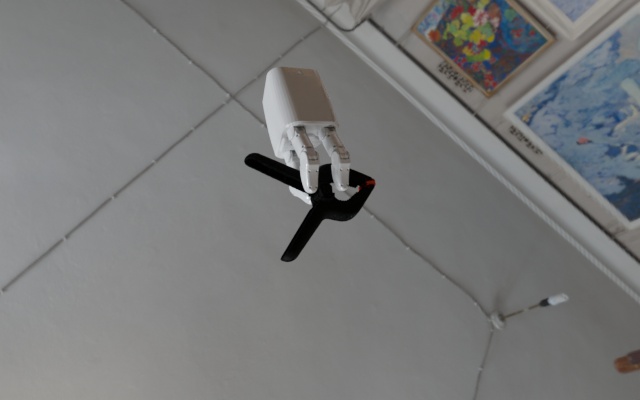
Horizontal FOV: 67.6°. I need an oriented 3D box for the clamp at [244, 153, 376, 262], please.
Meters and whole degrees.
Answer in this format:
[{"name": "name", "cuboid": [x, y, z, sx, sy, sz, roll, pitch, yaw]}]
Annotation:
[{"name": "clamp", "cuboid": [0.000, 0.002, 0.714, 0.210, 0.164, 0.036, -5, -20, -33]}]
